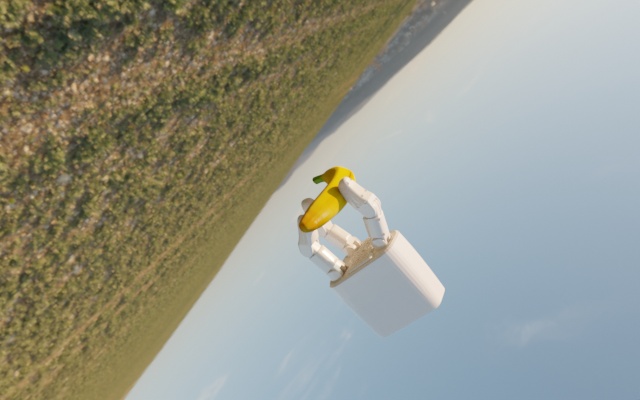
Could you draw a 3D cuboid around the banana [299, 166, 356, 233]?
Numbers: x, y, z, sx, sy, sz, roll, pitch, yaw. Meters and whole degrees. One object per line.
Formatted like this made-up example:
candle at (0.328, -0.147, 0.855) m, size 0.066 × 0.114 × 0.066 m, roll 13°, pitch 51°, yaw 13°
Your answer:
banana at (0.015, -0.010, 0.640) m, size 0.069 × 0.037 × 0.197 m, roll -36°, pitch 11°, yaw 15°
